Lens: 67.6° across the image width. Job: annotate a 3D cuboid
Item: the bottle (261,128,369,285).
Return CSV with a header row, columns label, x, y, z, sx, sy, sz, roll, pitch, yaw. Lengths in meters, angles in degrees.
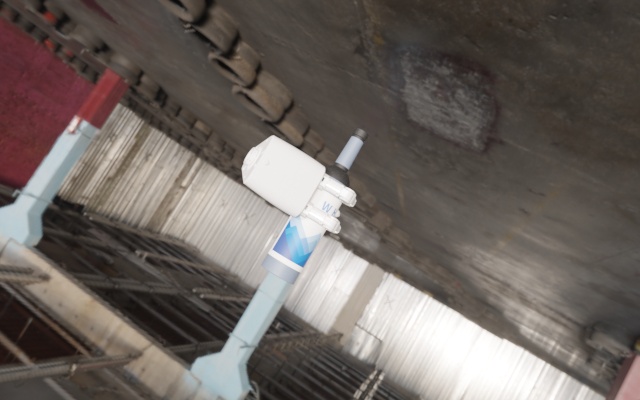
label,x,y,z,sx,sy,sz,roll,pitch,yaw
bottle,0.000,0.003,0.839,0.069,0.295,0.069,30,-6,3
